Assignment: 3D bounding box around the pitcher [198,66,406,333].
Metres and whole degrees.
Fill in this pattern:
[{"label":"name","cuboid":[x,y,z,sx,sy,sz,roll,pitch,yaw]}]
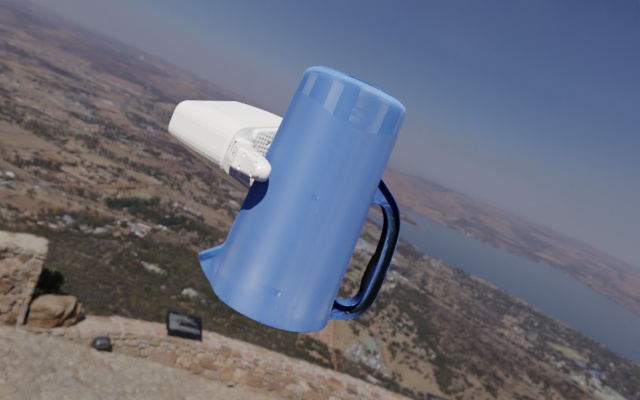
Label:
[{"label":"pitcher","cuboid":[0.000,0.002,0.485,0.145,0.243,0.149,29,9,35]}]
